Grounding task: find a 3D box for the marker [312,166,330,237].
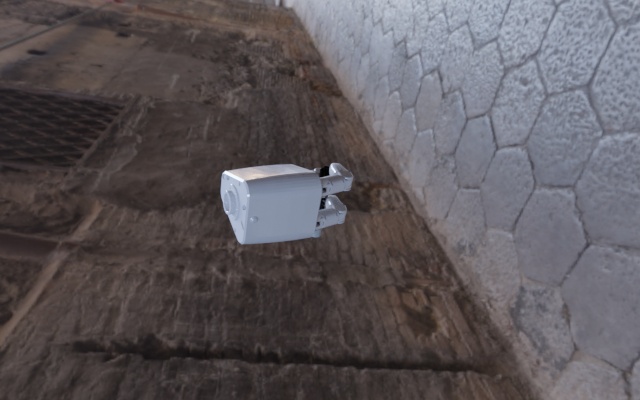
[{"bbox_3d":[0.000,0.002,0.748,0.020,0.121,0.020,8,27,-4],"label":"marker"}]
